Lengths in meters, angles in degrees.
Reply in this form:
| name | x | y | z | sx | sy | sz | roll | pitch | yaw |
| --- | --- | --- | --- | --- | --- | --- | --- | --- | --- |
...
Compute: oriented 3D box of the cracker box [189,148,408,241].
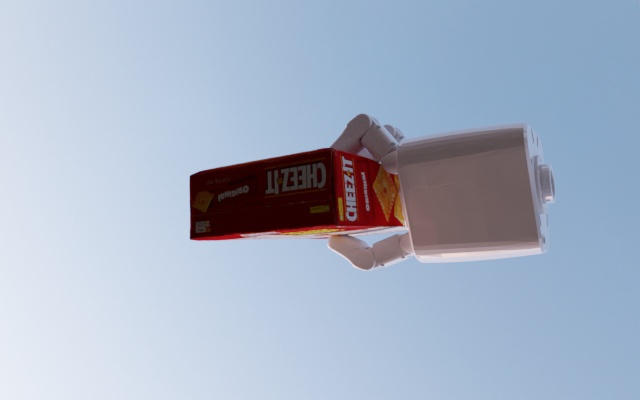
| name | x | y | z | sx | sy | sz | roll | pitch | yaw |
| --- | --- | --- | --- | --- | --- | --- | --- | --- | --- |
| cracker box | 0.000 | 0.002 | 0.494 | 0.164 | 0.072 | 0.214 | -8 | -7 | 32 |
